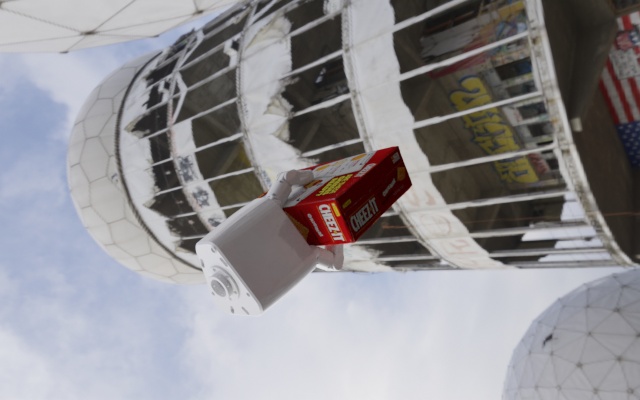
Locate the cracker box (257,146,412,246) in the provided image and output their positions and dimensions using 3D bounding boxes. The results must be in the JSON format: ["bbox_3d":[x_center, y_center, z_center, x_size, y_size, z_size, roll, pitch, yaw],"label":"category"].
[{"bbox_3d":[0.000,0.002,0.689,0.214,0.072,0.164,-9,22,44],"label":"cracker box"}]
